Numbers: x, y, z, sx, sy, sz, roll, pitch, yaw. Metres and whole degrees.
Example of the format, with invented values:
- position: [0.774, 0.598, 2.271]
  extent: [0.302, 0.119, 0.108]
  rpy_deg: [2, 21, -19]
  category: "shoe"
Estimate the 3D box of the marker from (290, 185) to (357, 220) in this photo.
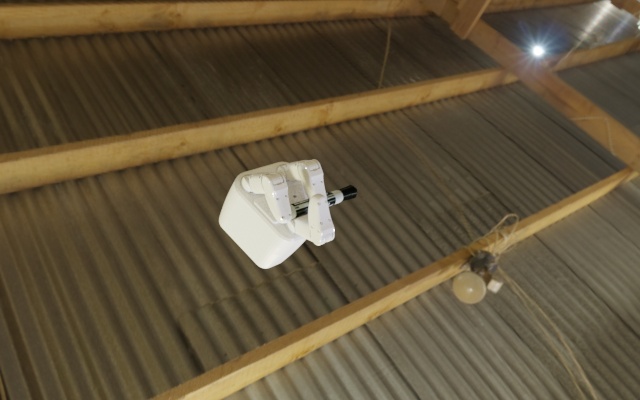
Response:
- position: [0.000, 0.002, 0.614]
  extent: [0.121, 0.020, 0.020]
  rpy_deg: [-18, 11, -35]
  category: "marker"
